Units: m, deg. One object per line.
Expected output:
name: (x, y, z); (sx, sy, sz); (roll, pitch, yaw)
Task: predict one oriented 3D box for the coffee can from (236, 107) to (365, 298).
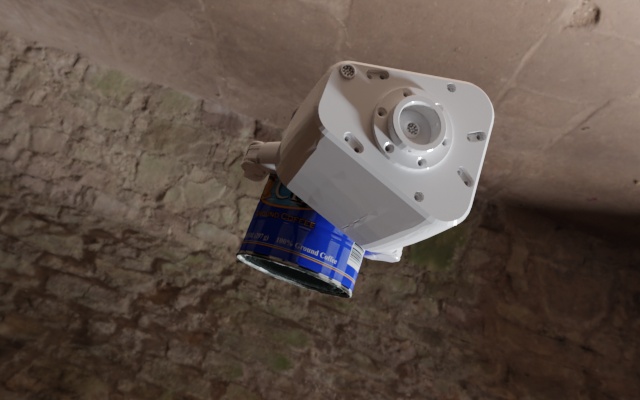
coffee can: (0.000, 0.001, 0.419); (0.103, 0.140, 0.103); (18, -16, 6)
